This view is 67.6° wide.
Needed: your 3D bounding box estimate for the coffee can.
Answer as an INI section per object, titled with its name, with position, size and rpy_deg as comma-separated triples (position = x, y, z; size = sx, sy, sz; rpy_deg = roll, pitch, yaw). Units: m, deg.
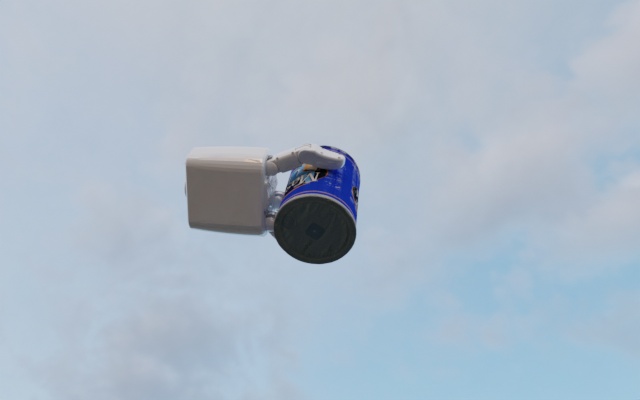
[coffee can]
position = 0.000, 0.002, 0.641
size = 0.103, 0.103, 0.140
rpy_deg = 0, 32, 7
